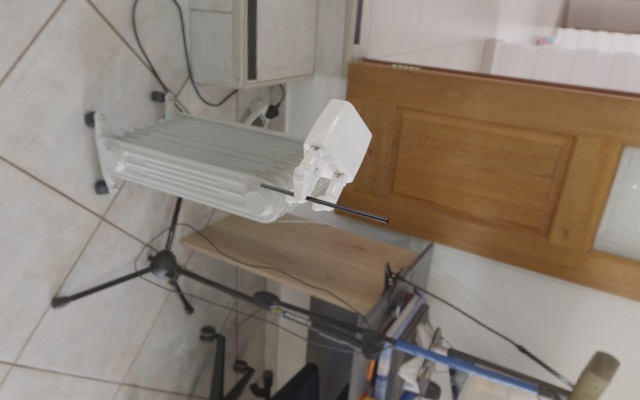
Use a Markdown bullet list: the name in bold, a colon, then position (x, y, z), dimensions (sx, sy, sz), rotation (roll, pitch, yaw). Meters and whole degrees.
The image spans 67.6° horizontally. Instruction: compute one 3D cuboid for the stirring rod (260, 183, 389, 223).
- **stirring rod**: position (0.000, 0.002, 0.795), dimensions (0.239, 0.011, 0.011), rotation (16, 7, 25)
